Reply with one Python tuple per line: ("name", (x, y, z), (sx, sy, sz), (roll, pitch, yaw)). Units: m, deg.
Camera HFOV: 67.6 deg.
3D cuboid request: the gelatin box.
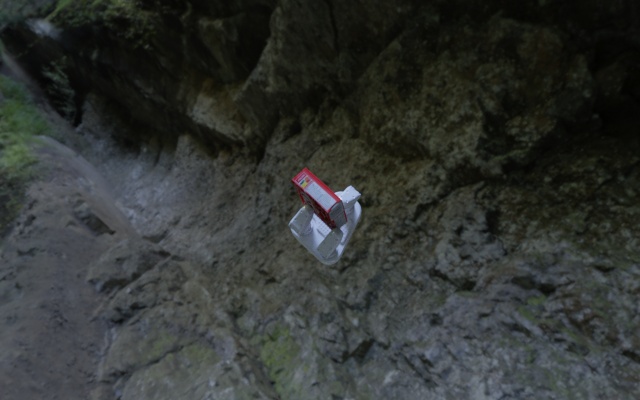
("gelatin box", (0.000, 0.002, 0.681), (0.073, 0.030, 0.089), (43, -10, 21))
